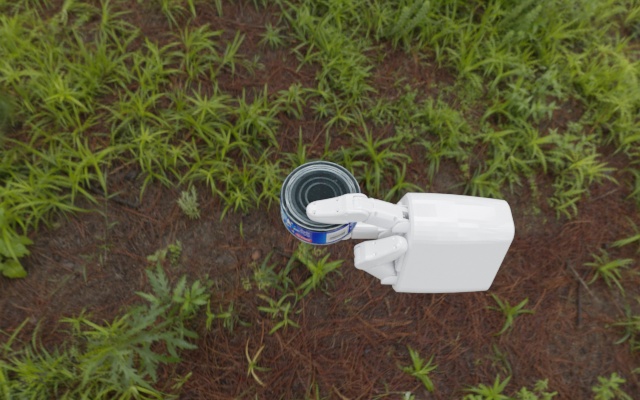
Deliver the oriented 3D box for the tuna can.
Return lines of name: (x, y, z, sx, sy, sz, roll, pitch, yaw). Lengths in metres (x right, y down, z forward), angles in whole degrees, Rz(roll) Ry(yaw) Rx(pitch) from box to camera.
tuna can: (0.000, 0.001, 0.504, 0.086, 0.086, 0.034, 0, -29, -2)
